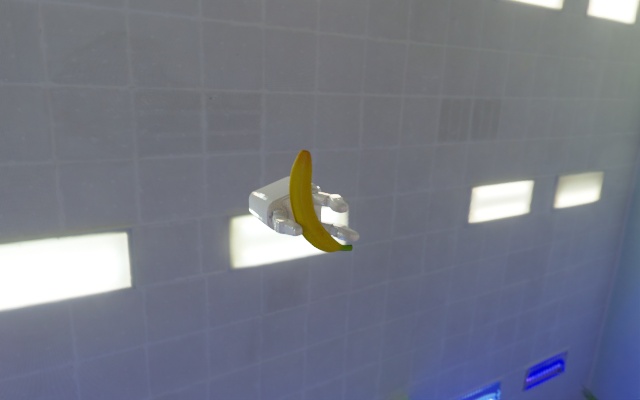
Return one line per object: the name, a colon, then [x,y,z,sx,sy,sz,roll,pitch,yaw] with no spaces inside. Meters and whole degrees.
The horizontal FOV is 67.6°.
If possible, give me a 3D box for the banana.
banana: [-0.014,0.015,0.786,0.069,0.198,0.037,-31,25,-14]
